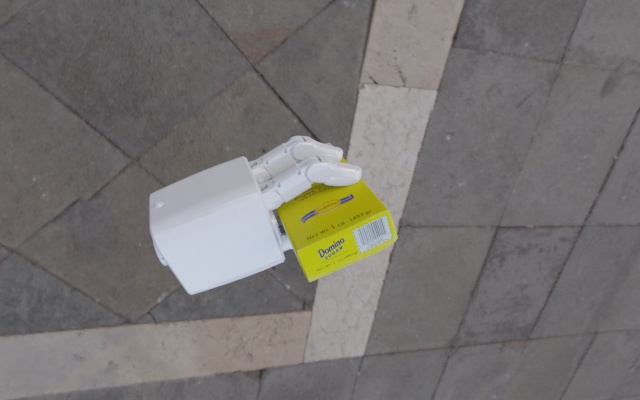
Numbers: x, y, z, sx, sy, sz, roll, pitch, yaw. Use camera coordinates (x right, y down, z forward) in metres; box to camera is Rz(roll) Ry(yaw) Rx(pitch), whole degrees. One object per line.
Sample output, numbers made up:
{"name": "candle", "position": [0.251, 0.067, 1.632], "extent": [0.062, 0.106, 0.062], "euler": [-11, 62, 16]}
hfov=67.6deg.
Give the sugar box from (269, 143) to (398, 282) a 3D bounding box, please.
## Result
{"name": "sugar box", "position": [0.000, 0.001, 0.497], "extent": [0.093, 0.048, 0.176], "euler": [-23, 34, -7]}
